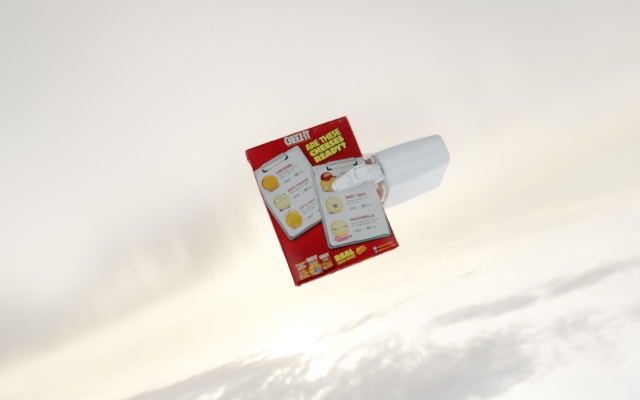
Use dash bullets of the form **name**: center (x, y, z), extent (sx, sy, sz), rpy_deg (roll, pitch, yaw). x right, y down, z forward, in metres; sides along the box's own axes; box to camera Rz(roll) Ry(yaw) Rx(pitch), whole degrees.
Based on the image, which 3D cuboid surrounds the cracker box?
- **cracker box**: center (0.000, 0.002, 0.722), extent (0.164, 0.213, 0.072), rpy_deg (-20, -9, -9)
